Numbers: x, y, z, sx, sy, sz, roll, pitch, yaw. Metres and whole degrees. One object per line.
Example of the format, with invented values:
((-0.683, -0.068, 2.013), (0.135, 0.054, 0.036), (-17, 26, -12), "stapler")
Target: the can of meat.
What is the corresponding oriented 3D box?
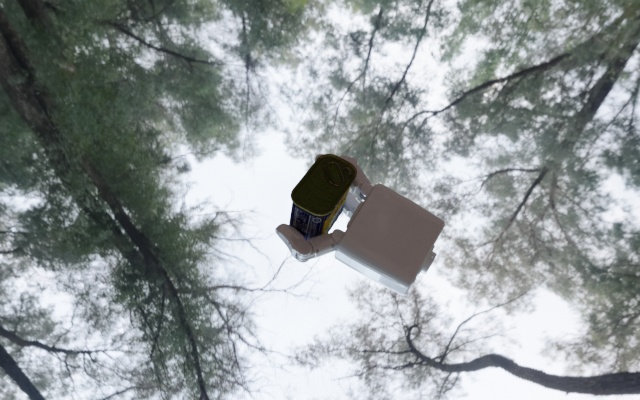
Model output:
((0.000, 0.002, 0.640), (0.057, 0.102, 0.084), (28, -37, 11), "can of meat")
